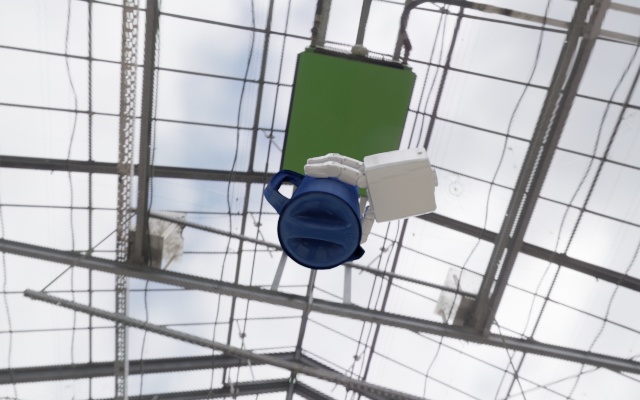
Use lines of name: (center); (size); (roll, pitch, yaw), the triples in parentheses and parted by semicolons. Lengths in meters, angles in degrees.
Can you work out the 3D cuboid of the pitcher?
pitcher: (0.000, 0.003, 0.838); (0.145, 0.149, 0.242); (-10, 19, 9)
